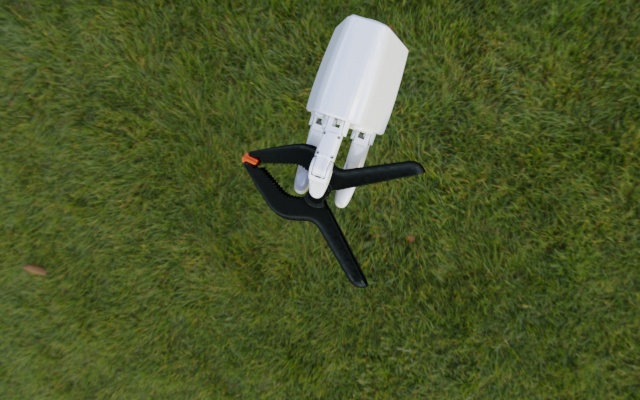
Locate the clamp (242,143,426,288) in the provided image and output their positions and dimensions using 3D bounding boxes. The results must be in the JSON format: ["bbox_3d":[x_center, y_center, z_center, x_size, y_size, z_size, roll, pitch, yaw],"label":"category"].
[{"bbox_3d":[0.000,0.002,0.574,0.210,0.164,0.036,19,5,5],"label":"clamp"}]
